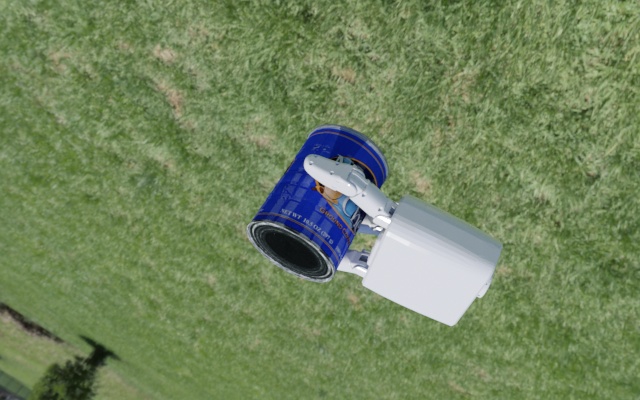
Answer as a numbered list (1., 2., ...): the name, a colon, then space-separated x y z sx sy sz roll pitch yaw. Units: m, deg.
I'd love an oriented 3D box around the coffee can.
1. coffee can: 0.000 0.001 0.518 0.103 0.140 0.103 23 -30 14
